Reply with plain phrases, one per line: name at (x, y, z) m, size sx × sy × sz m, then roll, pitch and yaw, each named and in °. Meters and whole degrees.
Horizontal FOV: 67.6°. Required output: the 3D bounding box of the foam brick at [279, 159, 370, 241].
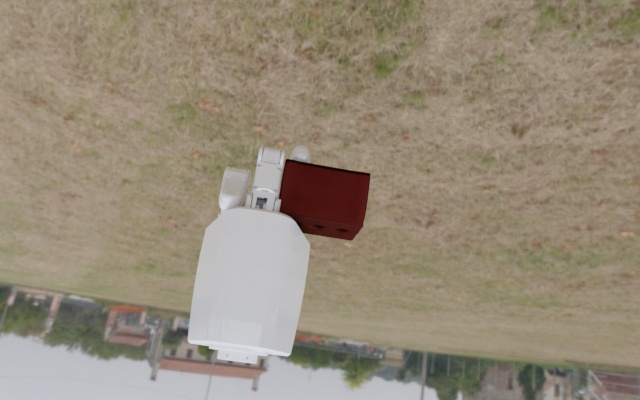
foam brick at (0.000, 0.001, 0.435) m, size 0.078 × 0.051 × 0.053 m, roll 9°, pitch -21°, yaw -6°
